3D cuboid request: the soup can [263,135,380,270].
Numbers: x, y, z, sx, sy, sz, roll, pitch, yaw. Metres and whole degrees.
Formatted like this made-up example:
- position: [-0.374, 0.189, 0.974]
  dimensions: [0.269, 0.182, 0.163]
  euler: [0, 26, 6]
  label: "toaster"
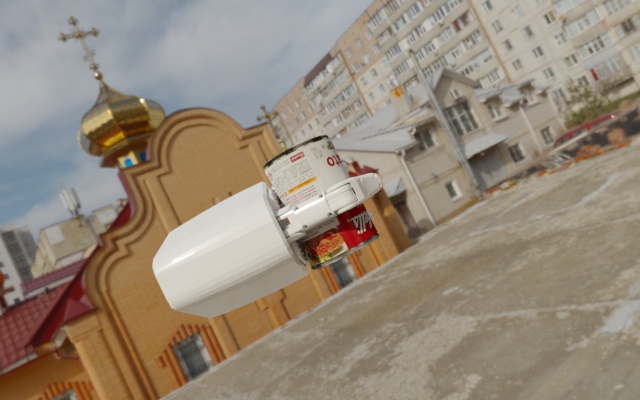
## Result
- position: [0.000, 0.001, 0.428]
  dimensions: [0.068, 0.102, 0.068]
  euler: [-27, -2, -1]
  label: "soup can"
